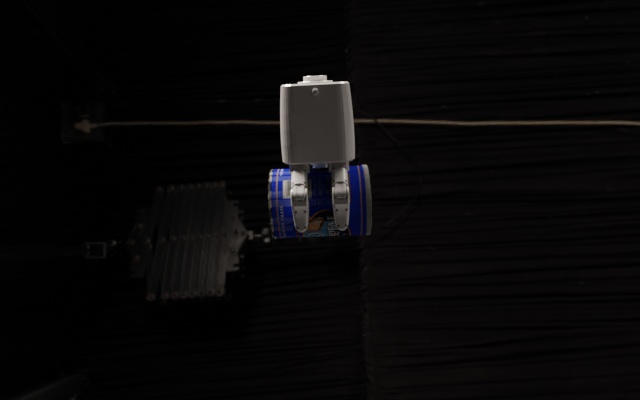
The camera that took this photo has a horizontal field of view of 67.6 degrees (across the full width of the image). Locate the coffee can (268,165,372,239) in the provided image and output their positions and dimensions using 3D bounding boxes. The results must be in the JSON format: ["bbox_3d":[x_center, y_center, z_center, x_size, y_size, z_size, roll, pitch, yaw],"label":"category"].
[{"bbox_3d":[0.000,0.002,0.698,0.140,0.103,0.103,-3,0,1],"label":"coffee can"}]
